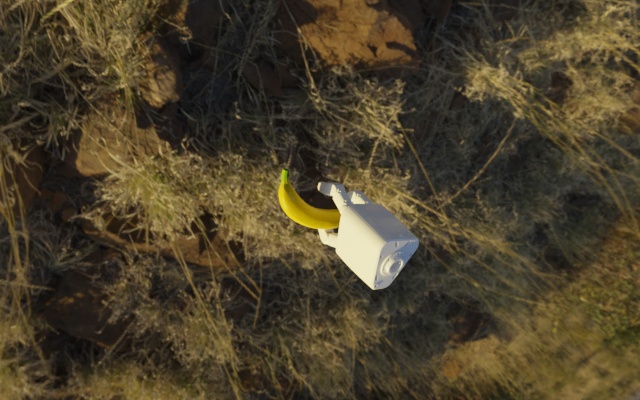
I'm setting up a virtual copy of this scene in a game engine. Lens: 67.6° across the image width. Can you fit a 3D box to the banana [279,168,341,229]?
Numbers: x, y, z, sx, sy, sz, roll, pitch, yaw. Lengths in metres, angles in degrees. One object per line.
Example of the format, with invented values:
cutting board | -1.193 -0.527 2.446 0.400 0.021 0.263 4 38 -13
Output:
banana | -0.013 0.016 0.862 0.198 0.069 0.037 33 6 -44
